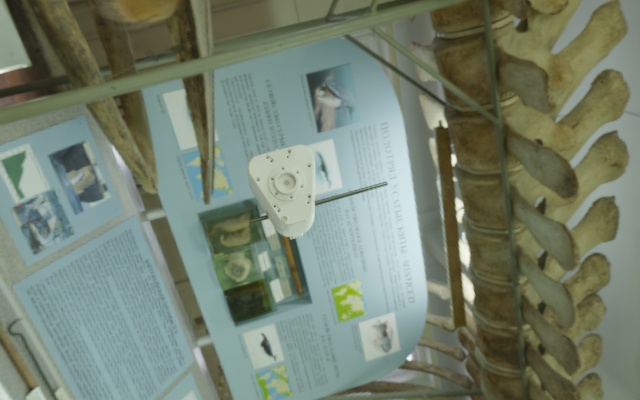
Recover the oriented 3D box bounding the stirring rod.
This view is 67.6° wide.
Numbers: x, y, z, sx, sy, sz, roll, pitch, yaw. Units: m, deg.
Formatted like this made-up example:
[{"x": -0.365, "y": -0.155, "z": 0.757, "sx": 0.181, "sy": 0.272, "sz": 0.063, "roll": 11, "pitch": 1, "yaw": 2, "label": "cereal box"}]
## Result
[{"x": 0.000, "y": 0.003, "z": 0.811, "sx": 0.239, "sy": 0.011, "sz": 0.011, "roll": -16, "pitch": 2, "yaw": -7, "label": "stirring rod"}]
